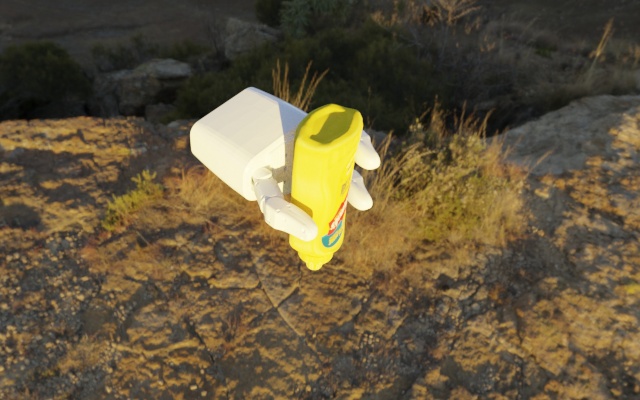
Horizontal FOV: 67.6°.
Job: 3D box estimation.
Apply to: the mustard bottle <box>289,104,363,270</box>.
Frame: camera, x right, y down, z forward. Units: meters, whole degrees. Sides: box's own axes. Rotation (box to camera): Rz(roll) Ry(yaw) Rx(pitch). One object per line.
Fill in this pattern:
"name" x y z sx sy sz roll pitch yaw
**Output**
"mustard bottle" 0.000 0.002 0.510 0.058 0.192 0.096 17 39 12
